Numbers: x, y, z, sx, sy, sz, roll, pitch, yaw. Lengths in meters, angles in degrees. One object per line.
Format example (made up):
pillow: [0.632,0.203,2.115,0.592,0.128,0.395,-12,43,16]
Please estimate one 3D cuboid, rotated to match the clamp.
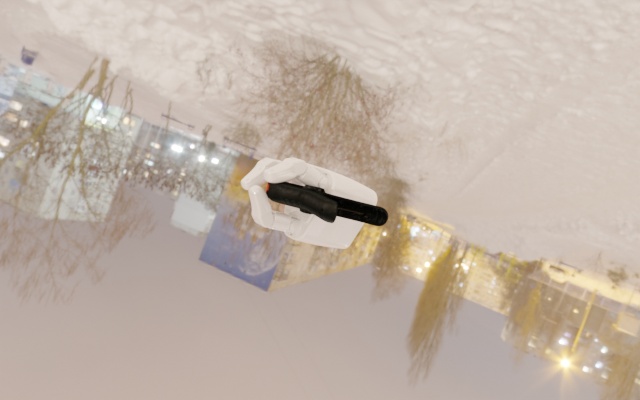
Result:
clamp: [0.000,0.003,0.616,0.120,0.039,0.171,17,4,-43]
